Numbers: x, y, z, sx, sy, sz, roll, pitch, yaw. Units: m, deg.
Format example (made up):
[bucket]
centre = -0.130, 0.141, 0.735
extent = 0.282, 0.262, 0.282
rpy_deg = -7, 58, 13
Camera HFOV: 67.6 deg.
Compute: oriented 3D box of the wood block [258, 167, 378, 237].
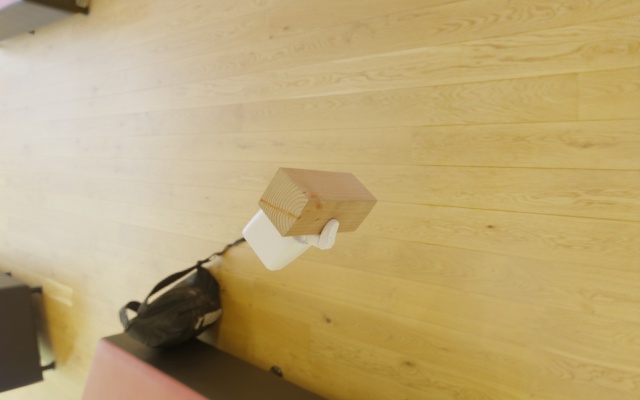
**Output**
[wood block]
centre = 0.000, 0.003, 0.895
extent = 0.206, 0.090, 0.090
rpy_deg = 0, 42, -50
